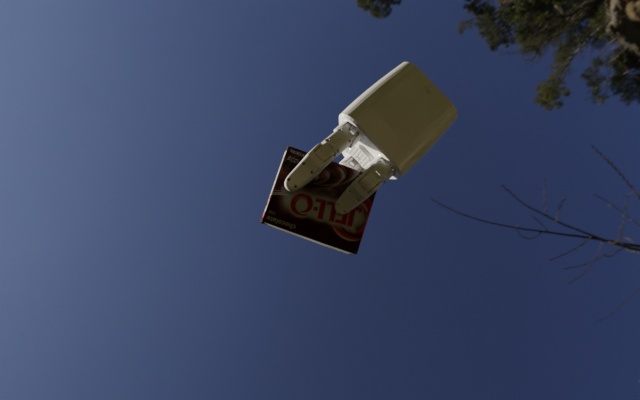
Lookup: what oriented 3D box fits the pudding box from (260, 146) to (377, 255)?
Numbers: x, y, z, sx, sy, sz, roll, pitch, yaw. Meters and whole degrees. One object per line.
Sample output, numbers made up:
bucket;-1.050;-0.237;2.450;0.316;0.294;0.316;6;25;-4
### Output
pudding box;0.000;0.002;0.536;0.113;0.090;0.039;19;-11;-4
